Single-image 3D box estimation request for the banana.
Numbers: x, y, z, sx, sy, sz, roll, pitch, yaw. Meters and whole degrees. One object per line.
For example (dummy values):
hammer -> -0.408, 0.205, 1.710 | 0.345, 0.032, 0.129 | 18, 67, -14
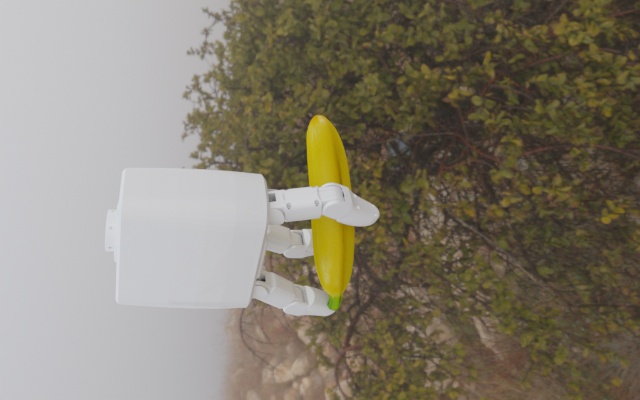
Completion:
banana -> 0.006, 0.000, 0.445 | 0.037, 0.197, 0.070 | 2, -16, -17
